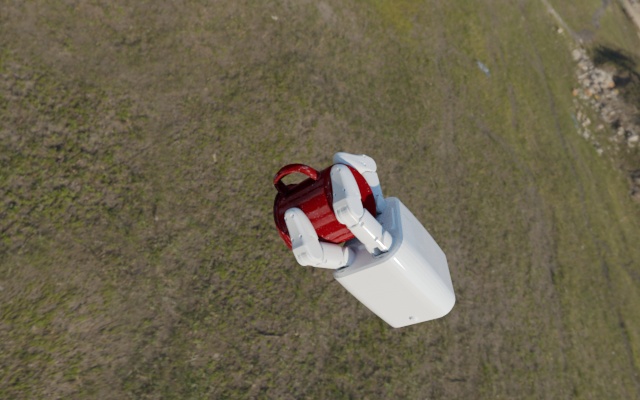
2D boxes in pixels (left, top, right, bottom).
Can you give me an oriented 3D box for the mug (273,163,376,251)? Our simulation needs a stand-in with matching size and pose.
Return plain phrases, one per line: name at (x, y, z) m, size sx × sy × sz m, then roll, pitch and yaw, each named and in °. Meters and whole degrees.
mug at (-0.001, 0.001, 0.530) m, size 0.081 × 0.093 × 0.117 m, roll -27°, pitch -62°, yaw 39°
